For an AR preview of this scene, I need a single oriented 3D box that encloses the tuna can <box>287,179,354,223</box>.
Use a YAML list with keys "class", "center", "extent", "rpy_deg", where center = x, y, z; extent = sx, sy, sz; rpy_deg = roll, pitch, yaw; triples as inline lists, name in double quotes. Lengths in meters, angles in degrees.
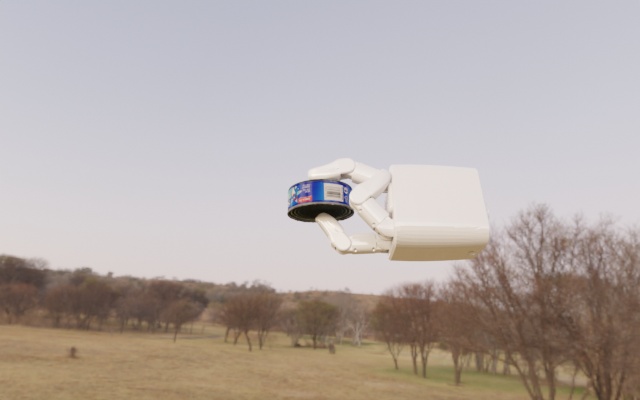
- class: "tuna can"
  center: [0.000, 0.001, 0.613]
  extent: [0.086, 0.033, 0.086]
  rpy_deg: [-1, -18, 0]
